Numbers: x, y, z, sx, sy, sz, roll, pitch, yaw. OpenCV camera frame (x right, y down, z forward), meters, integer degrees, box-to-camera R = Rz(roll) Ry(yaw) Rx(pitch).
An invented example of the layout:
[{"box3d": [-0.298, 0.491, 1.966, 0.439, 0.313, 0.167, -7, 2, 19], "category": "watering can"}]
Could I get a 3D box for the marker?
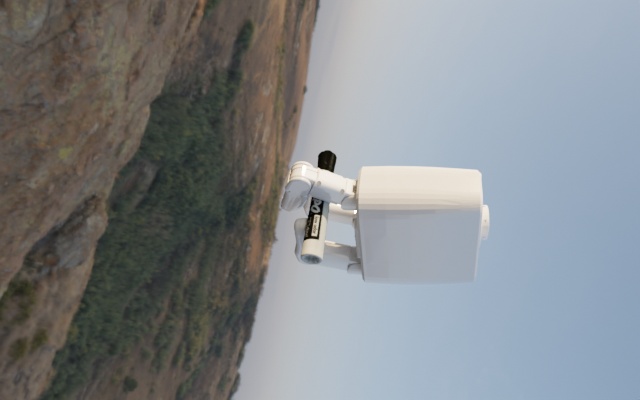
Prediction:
[{"box3d": [0.000, 0.001, 0.440, 0.020, 0.121, 0.020, 6, -35, 4], "category": "marker"}]
